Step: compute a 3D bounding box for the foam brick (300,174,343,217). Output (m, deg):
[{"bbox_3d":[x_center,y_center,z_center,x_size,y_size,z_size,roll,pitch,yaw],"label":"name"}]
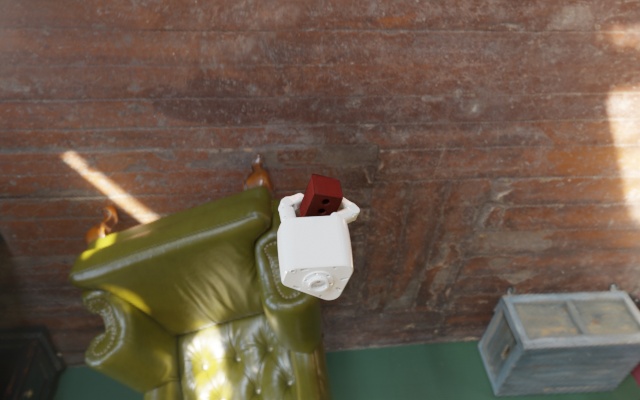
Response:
[{"bbox_3d":[0.000,0.002,0.827,0.053,0.078,0.051,10,40,-16],"label":"foam brick"}]
